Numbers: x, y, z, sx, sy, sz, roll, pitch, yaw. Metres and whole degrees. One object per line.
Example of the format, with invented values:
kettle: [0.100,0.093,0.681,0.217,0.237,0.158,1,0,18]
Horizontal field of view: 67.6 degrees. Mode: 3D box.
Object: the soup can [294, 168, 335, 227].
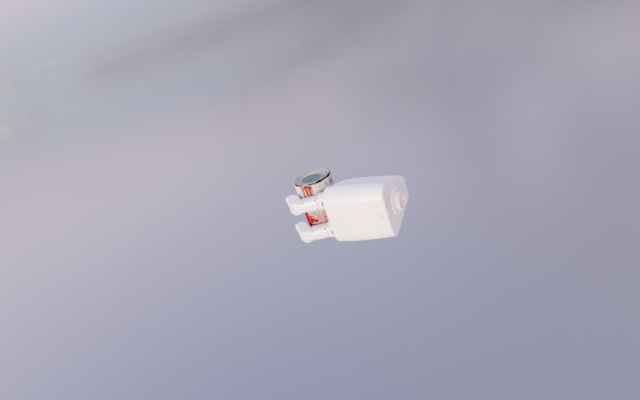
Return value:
soup can: [0.000,0.002,0.844,0.068,0.102,0.068,-17,22,7]
